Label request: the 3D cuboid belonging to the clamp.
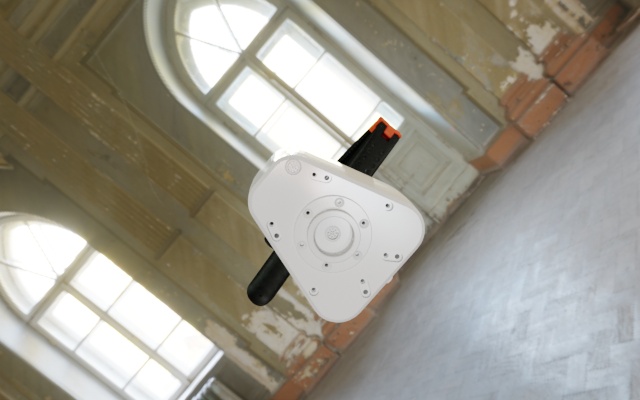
[{"bbox_3d":[0.000,0.001,0.499,0.036,0.210,0.164,40,4,-10],"label":"clamp"}]
